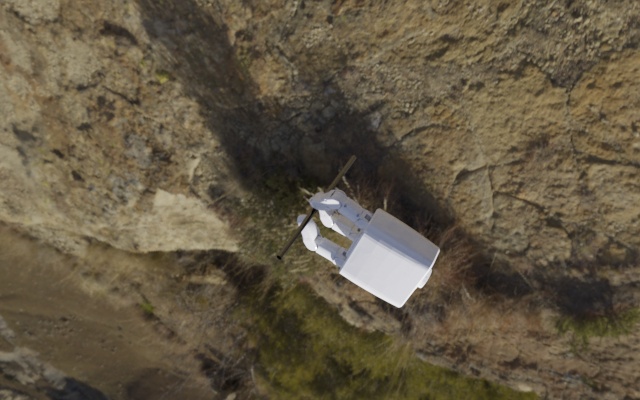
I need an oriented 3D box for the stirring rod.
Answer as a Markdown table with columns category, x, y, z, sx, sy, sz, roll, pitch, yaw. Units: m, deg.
| category | x | y | z | sx | sy | sz | roll | pitch | yaw |
| --- | --- | --- | --- | --- | --- | --- | --- | --- | --- |
| stirring rod | 0.000 | 0.002 | 0.720 | 0.011 | 0.011 | 0.239 | 0 | 38 | 37 |
